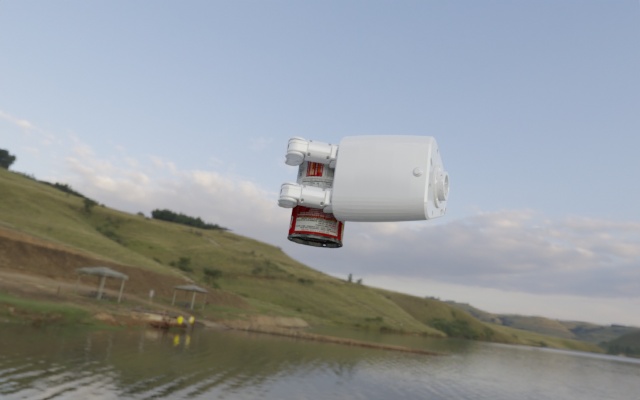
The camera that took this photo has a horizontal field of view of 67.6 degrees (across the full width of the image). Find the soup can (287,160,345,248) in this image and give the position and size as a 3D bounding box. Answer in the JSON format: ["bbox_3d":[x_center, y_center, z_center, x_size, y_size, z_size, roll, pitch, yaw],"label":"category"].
[{"bbox_3d":[0.000,0.002,0.585,0.068,0.102,0.068,8,-14,2],"label":"soup can"}]
